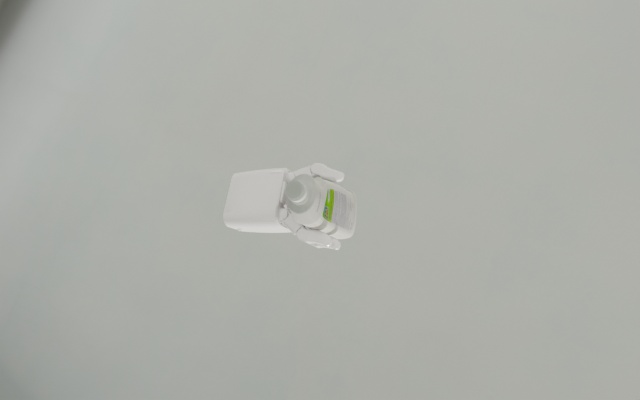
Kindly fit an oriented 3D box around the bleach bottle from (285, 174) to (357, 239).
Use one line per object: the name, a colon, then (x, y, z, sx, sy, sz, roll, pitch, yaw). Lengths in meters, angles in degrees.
bleach bottle: (0.000, 0.003, 0.818, 0.068, 0.102, 0.251, -2, -13, 18)
